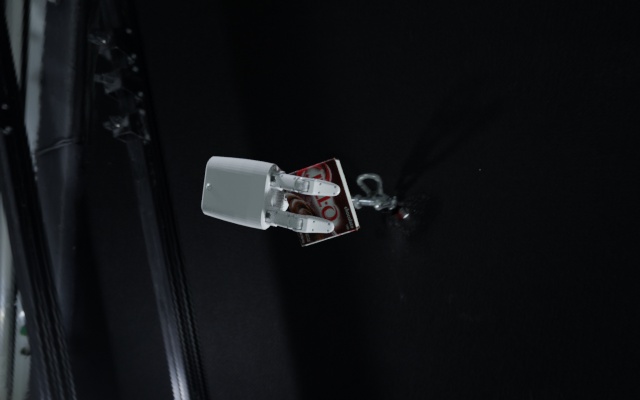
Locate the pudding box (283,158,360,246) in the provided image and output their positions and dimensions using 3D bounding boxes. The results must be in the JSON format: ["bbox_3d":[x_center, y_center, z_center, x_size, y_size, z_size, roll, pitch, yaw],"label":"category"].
[{"bbox_3d":[0.000,0.002,0.722,0.090,0.113,0.039,-18,0,15],"label":"pudding box"}]
